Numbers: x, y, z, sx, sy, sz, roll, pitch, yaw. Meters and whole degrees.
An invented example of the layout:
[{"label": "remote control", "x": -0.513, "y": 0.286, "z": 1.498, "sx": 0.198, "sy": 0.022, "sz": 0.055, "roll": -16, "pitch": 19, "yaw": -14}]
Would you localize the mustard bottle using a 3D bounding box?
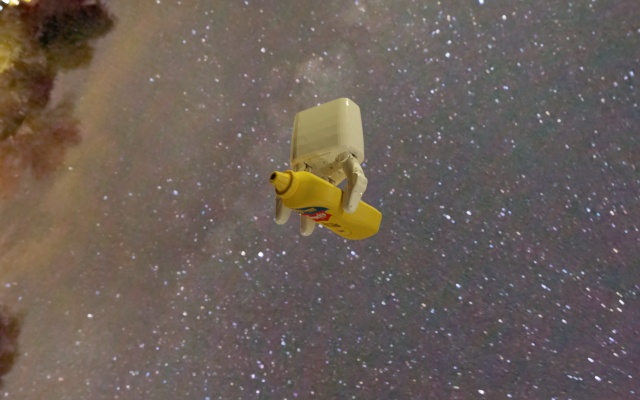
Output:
[{"label": "mustard bottle", "x": 0.000, "y": 0.003, "z": 0.727, "sx": 0.192, "sy": 0.058, "sz": 0.096, "roll": 29, "pitch": -20, "yaw": -38}]
